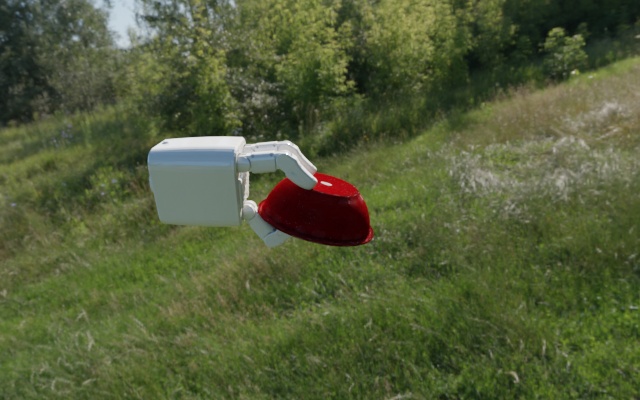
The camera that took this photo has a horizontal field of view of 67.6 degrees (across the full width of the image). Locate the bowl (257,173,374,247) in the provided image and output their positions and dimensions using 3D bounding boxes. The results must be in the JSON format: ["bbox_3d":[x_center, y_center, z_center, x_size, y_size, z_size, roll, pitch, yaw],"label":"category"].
[{"bbox_3d":[0.001,0.002,0.639,0.162,0.055,0.162,13,18,-4],"label":"bowl"}]
